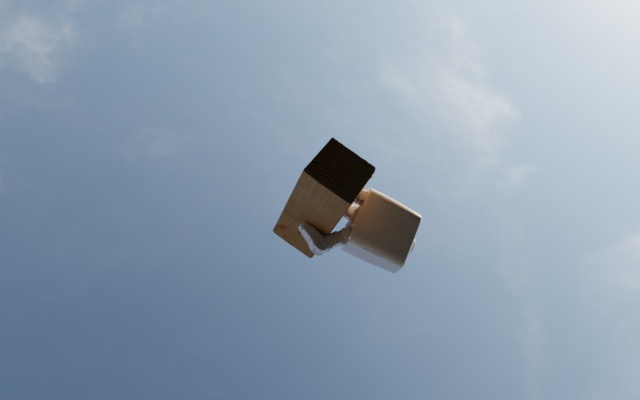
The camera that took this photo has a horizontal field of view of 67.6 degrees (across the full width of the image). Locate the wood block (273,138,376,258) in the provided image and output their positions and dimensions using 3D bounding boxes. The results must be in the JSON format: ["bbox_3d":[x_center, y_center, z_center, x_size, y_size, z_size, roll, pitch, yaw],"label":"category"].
[{"bbox_3d":[0.000,0.003,0.810,0.090,0.090,0.206,36,-35,3],"label":"wood block"}]
